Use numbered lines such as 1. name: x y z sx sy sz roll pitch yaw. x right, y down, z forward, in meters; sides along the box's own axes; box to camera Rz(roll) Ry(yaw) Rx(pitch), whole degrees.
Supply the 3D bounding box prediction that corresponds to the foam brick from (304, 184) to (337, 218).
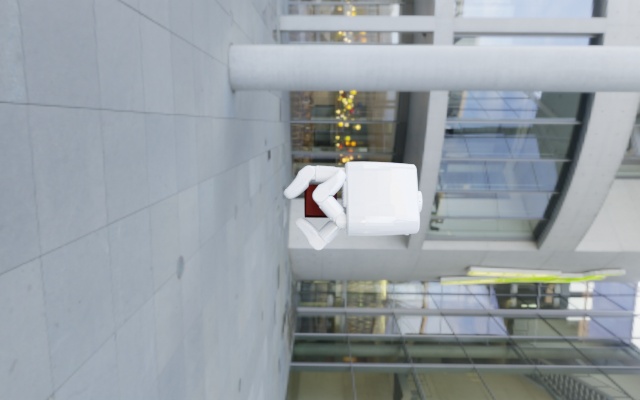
1. foam brick: 0.000 0.002 0.774 0.051 0.053 0.078 0 -2 0
